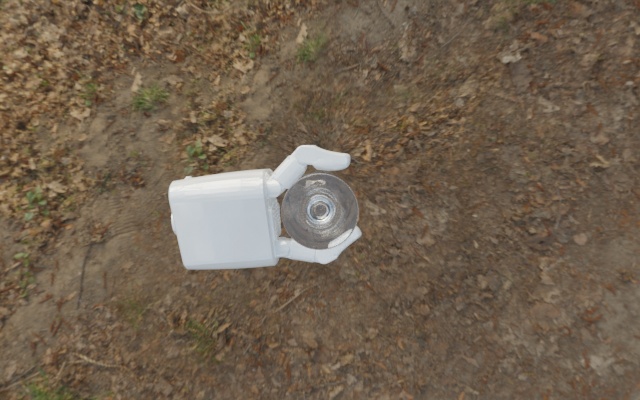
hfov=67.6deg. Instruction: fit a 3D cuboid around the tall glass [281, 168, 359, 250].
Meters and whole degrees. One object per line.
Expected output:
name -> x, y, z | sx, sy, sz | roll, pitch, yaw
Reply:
tall glass -> 0.000, 0.002, 0.554 | 0.079, 0.079, 0.201 | 0, 5, 1
